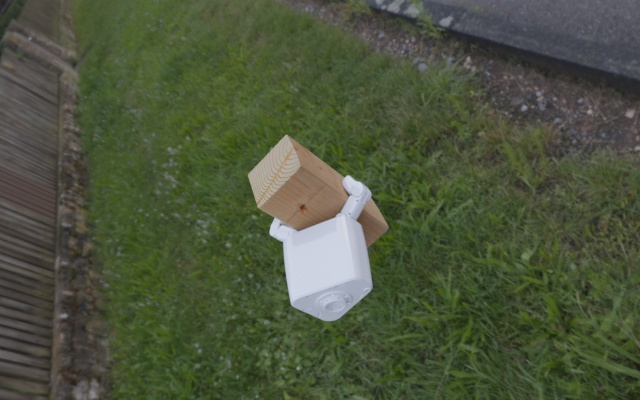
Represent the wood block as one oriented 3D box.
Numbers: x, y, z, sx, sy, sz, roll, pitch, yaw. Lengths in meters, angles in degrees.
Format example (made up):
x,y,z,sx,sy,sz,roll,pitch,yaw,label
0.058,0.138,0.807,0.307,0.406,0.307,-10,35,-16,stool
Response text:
x,y,z,sx,sy,sz,roll,pitch,yaw,label
0.000,0.002,0.747,0.206,0.091,0.090,34,20,-37,wood block
